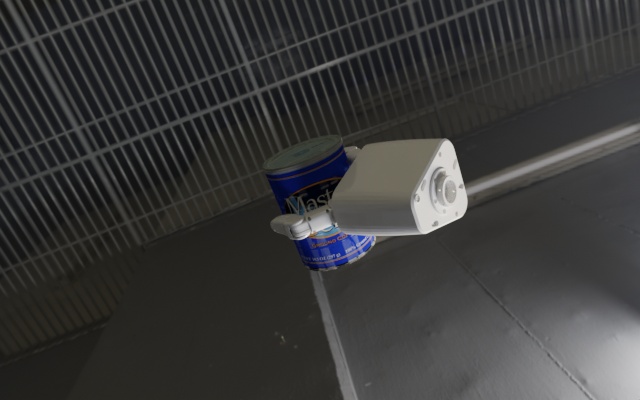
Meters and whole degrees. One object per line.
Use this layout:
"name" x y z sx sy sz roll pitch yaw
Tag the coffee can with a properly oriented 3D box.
"coffee can" 0.000 0.002 0.601 0.103 0.140 0.102 -19 20 7
